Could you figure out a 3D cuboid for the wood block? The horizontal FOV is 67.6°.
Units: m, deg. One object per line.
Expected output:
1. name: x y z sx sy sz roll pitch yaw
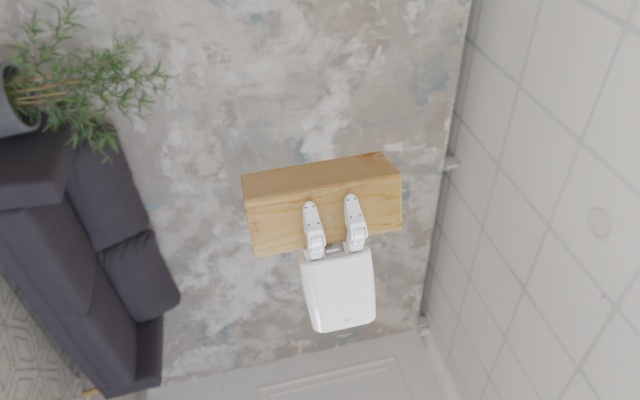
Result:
1. wood block: 0.000 0.002 0.665 0.206 0.090 0.090 -10 27 -8
